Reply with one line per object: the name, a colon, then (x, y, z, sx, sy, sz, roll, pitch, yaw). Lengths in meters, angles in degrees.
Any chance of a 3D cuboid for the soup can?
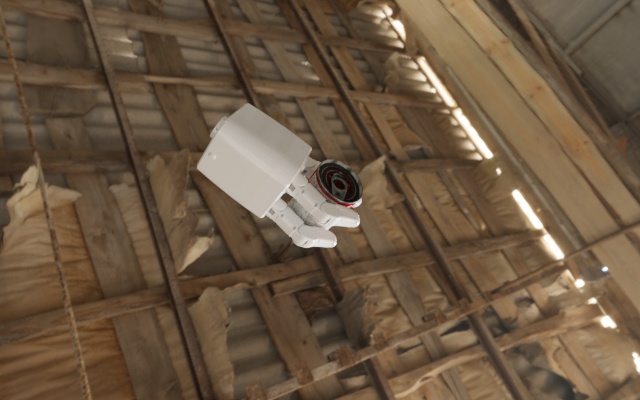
soup can: (0.000, 0.002, 0.637, 0.068, 0.068, 0.102, 0, -33, -38)
